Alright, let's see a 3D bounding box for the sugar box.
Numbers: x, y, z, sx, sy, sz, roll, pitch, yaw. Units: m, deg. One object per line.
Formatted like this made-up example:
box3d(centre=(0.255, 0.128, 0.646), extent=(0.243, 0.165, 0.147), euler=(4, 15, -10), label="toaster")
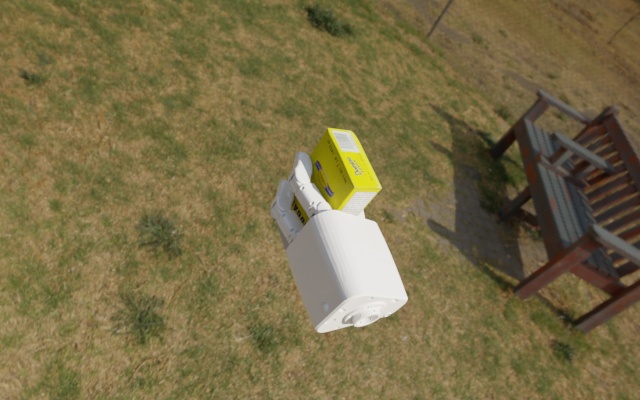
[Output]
box3d(centre=(0.000, 0.002, 0.606), extent=(0.048, 0.093, 0.176), euler=(2, -38, -34), label="sugar box")
